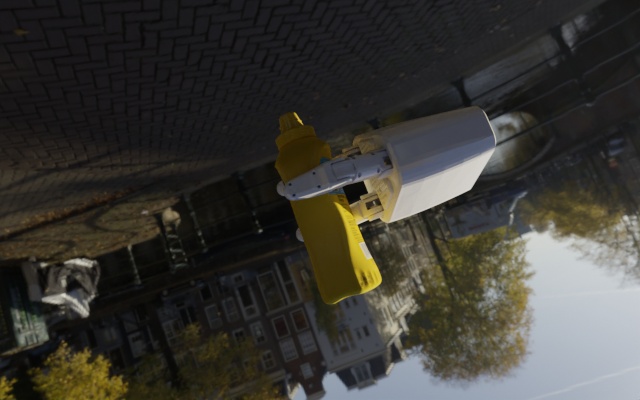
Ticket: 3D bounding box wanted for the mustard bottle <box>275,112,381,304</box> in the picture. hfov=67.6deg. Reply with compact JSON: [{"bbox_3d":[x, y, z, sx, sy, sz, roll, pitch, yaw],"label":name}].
[{"bbox_3d":[0.000,0.002,0.472,0.058,0.191,0.096,-22,-9,13],"label":"mustard bottle"}]
